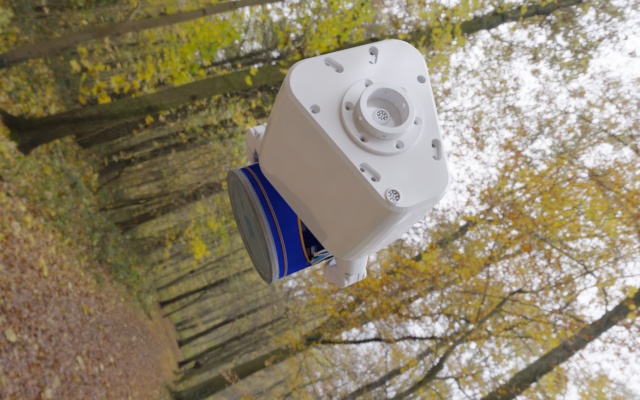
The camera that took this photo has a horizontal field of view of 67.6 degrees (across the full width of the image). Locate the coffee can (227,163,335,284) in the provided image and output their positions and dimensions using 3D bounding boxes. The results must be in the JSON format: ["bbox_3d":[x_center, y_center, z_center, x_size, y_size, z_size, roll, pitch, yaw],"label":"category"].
[{"bbox_3d":[0.000,0.002,0.429,0.140,0.103,0.103,-20,7,-19],"label":"coffee can"}]
